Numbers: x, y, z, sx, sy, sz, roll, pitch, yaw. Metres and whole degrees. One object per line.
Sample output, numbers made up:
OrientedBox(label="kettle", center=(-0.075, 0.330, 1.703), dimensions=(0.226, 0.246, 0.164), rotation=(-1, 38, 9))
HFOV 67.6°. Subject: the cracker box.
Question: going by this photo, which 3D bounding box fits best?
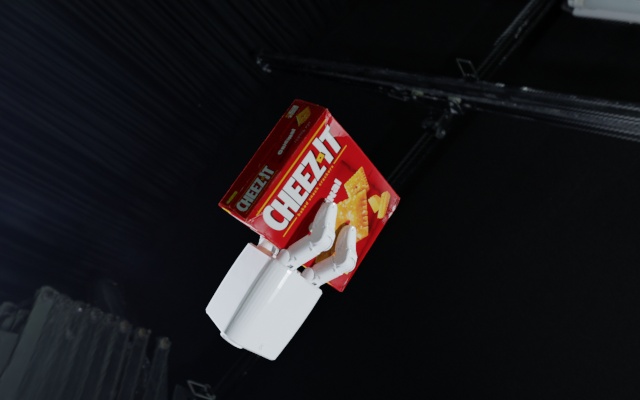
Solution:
OrientedBox(label="cracker box", center=(0.000, 0.002, 0.627), dimensions=(0.072, 0.164, 0.214), rotation=(25, -13, 44))
